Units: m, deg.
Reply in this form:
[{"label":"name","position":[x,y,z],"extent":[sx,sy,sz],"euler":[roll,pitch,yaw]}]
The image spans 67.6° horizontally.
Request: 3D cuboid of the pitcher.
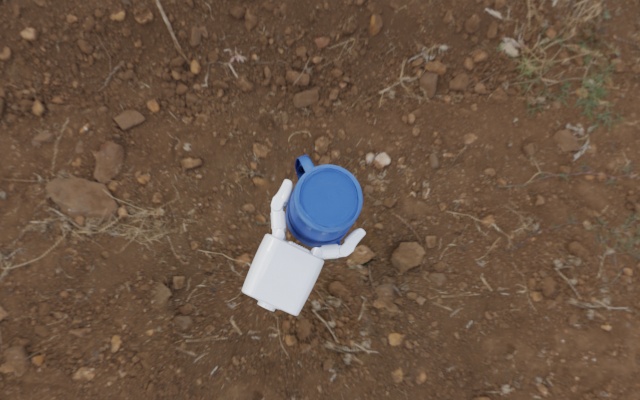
[{"label":"pitcher","position":[0.000,0.003,0.844],"extent":[0.149,0.145,0.243],"euler":[24,-9,0]}]
